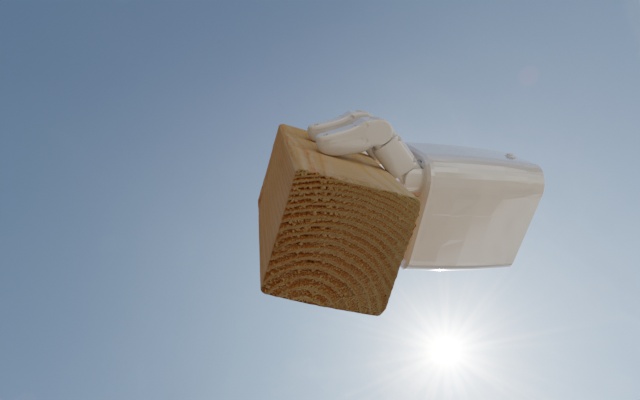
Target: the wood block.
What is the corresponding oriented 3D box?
[{"bbox_3d":[0.000,0.002,0.410,0.090,0.091,0.206,14,14,-11],"label":"wood block"}]
